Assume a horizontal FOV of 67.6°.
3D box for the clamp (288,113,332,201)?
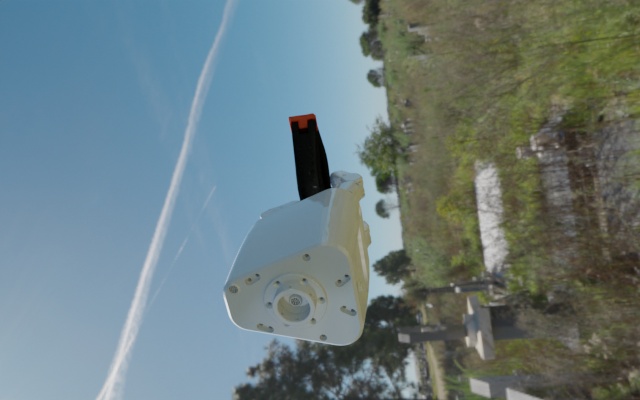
[{"bbox_3d":[-0.001,0.001,0.543,0.036,0.210,0.164,-7,21,8],"label":"clamp"}]
